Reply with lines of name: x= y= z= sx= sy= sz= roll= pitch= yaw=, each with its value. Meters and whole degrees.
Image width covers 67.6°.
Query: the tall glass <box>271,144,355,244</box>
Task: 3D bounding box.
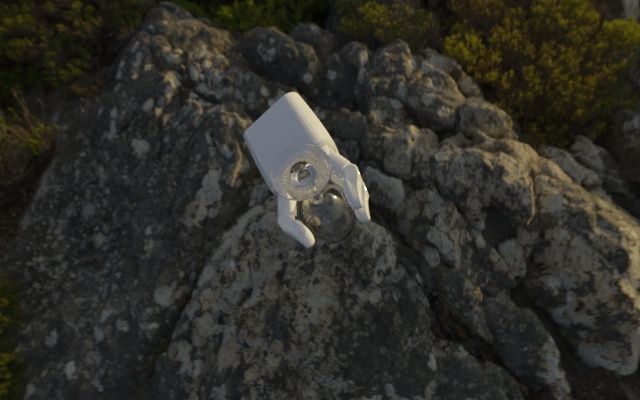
tall glass: x=0.000 y=0.002 z=0.652 sx=0.079 sy=0.079 sz=0.201 roll=0 pitch=-22 yaw=15
